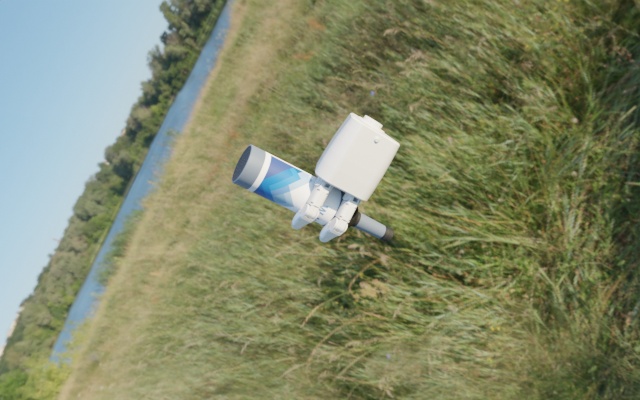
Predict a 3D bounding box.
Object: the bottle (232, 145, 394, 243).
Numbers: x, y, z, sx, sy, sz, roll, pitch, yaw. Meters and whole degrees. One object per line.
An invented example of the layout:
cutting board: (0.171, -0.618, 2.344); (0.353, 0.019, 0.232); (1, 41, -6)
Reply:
bottle: (0.000, 0.003, 0.796); (0.296, 0.069, 0.069); (26, -11, -22)
